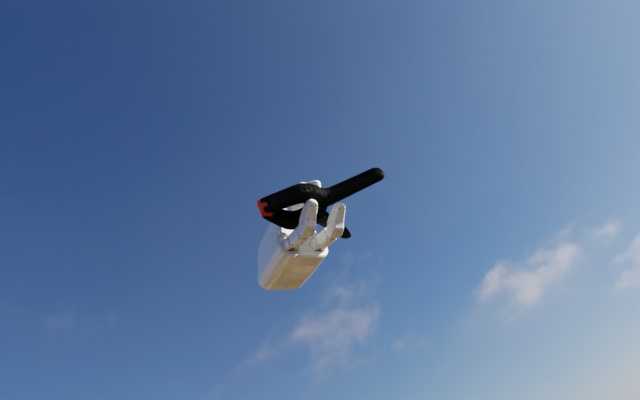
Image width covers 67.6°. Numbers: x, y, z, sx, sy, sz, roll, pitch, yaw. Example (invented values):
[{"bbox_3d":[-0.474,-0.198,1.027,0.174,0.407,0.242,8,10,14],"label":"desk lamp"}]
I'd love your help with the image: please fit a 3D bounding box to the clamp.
[{"bbox_3d":[-0.001,0.002,0.793,0.210,0.165,0.036,4,41,-34],"label":"clamp"}]
